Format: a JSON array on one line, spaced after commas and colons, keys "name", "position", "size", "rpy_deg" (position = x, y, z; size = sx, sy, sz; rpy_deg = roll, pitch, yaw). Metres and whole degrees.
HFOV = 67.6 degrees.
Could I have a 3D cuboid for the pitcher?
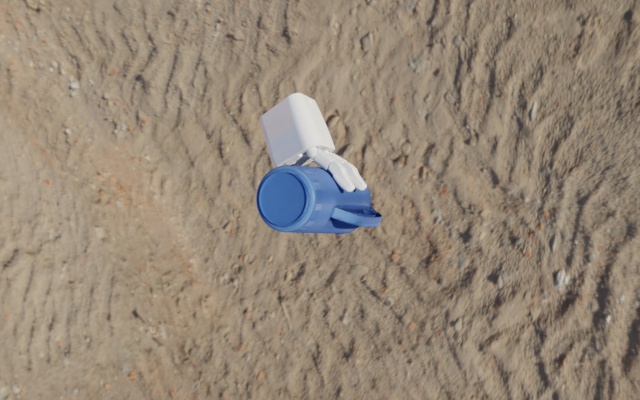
[{"name": "pitcher", "position": [0.000, 0.003, 0.858], "size": [0.149, 0.145, 0.243], "rpy_deg": [-23, -10, 23]}]
